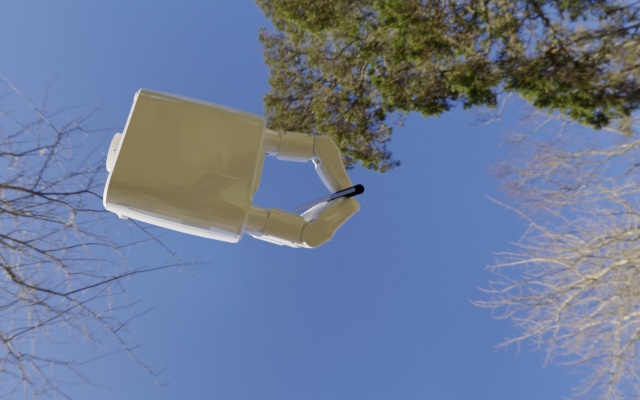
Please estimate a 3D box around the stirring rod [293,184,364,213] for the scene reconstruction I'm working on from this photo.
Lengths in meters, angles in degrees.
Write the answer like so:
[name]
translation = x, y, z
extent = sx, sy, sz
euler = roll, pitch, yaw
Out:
[stirring rod]
translation = 0.000, 0.002, 0.487
extent = 0.011, 0.011, 0.239
euler = 0, -5, -15
